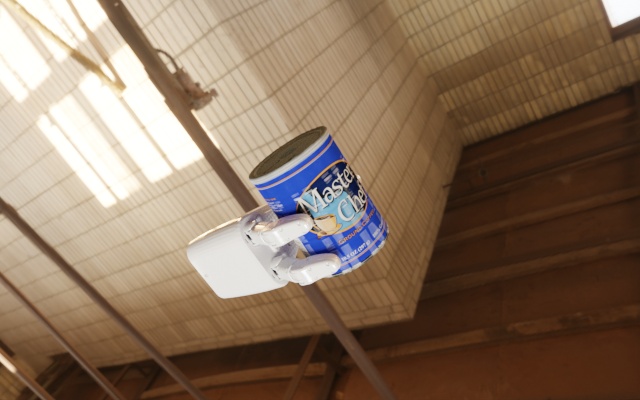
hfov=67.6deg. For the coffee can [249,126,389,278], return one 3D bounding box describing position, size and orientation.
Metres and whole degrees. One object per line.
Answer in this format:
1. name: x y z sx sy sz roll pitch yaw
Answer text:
1. coffee can: 0.000 0.002 0.544 0.103 0.140 0.102 -30 18 11
